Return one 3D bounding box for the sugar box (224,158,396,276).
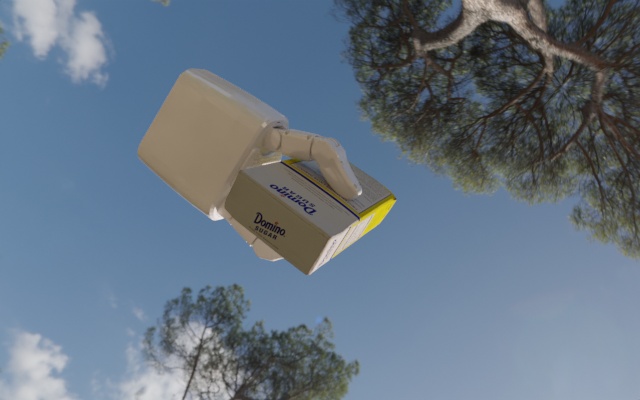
[{"bbox_3d":[0.000,0.002,0.441,0.093,0.048,0.176,36,26,15],"label":"sugar box"}]
